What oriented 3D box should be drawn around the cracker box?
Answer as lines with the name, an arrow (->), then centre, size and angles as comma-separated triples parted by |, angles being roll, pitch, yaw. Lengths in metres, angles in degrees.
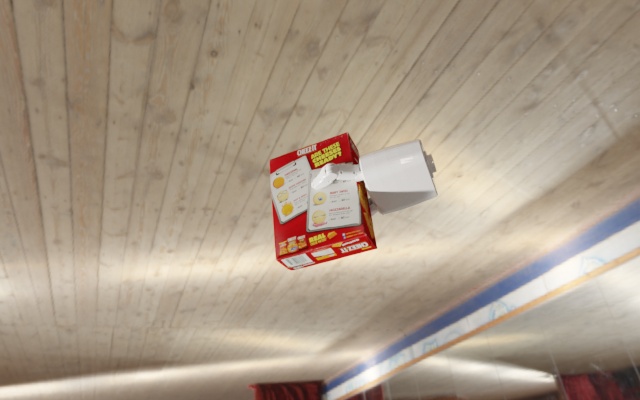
cracker box -> 0.000, 0.003, 0.854 | 0.164, 0.213, 0.072 | -17, -34, 16
